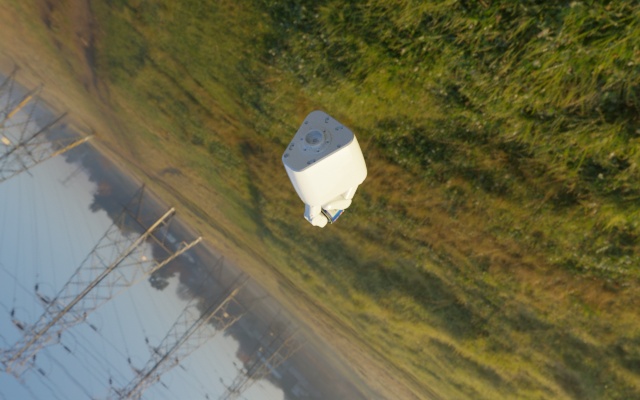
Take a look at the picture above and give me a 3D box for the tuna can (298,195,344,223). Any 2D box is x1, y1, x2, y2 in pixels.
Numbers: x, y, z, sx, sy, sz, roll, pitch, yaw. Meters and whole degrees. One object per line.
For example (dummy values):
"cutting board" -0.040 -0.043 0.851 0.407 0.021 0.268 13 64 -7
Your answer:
"tuna can" 0.000 0.003 0.869 0.086 0.033 0.086 40 -10 9
